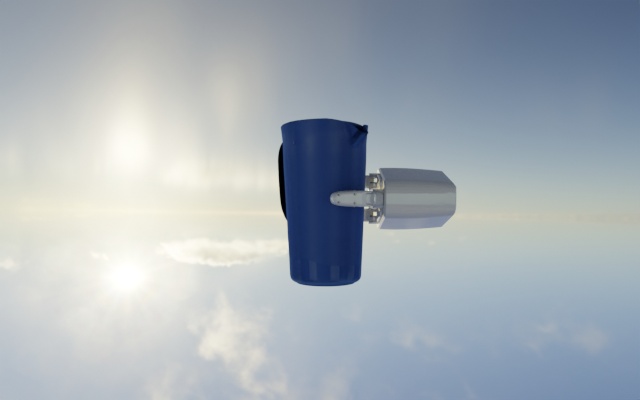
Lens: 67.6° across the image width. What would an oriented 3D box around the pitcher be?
[{"bbox_3d":[0.000,0.002,0.731,0.145,0.243,0.149,0,-1,1],"label":"pitcher"}]
